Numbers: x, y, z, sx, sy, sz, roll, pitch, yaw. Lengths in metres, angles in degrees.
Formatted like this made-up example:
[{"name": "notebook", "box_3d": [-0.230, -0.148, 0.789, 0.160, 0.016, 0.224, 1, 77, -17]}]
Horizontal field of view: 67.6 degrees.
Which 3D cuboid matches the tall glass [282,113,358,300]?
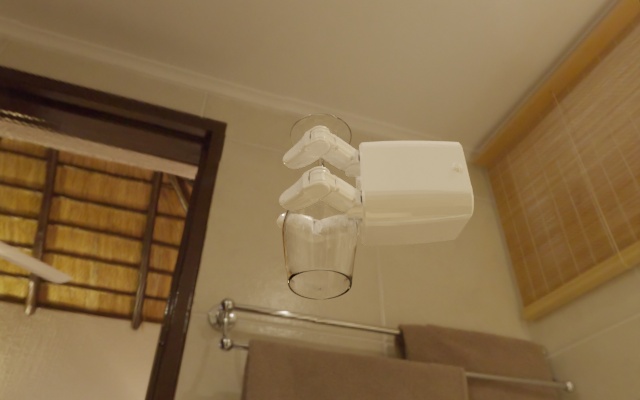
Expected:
[{"name": "tall glass", "box_3d": [0.000, 0.001, 0.514, 0.079, 0.200, 0.079, 1, -37, 0]}]
